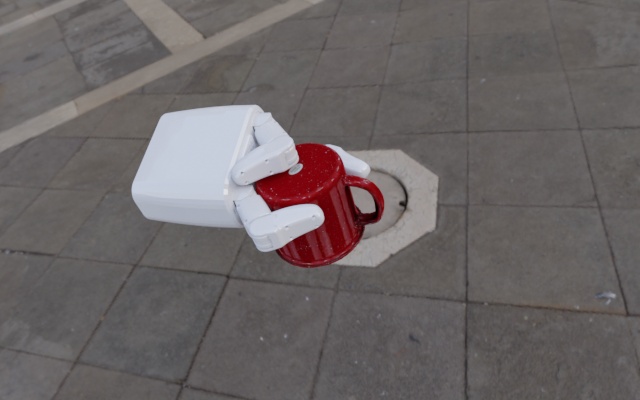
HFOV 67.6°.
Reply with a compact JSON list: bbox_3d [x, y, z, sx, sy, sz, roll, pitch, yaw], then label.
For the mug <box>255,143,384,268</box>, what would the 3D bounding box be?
[{"bbox_3d":[0.001,0.001,0.440,0.117,0.093,0.082,1,-45,20],"label":"mug"}]
